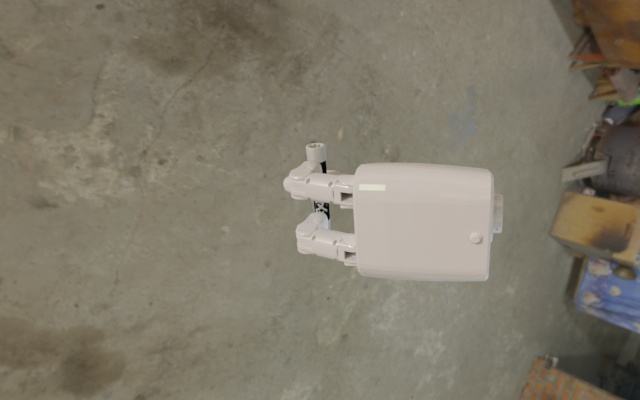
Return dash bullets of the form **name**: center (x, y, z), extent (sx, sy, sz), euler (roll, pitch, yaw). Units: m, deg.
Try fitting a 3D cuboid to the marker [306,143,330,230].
- **marker**: center (0.000, 0.002, 0.489), extent (0.020, 0.121, 0.020), euler (-4, 23, 2)
